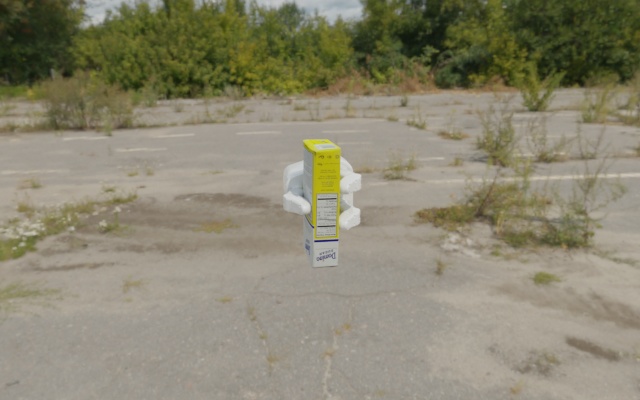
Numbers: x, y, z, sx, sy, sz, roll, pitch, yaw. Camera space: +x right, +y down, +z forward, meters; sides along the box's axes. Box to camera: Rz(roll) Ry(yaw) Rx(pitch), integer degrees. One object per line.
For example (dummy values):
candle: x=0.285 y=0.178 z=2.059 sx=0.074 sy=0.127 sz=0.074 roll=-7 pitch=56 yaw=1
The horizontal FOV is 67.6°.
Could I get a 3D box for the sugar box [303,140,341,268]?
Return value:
sugar box: x=0.001 y=0.002 z=0.716 sx=0.048 sy=0.176 sz=0.093 roll=-5 pitch=17 yaw=-10
